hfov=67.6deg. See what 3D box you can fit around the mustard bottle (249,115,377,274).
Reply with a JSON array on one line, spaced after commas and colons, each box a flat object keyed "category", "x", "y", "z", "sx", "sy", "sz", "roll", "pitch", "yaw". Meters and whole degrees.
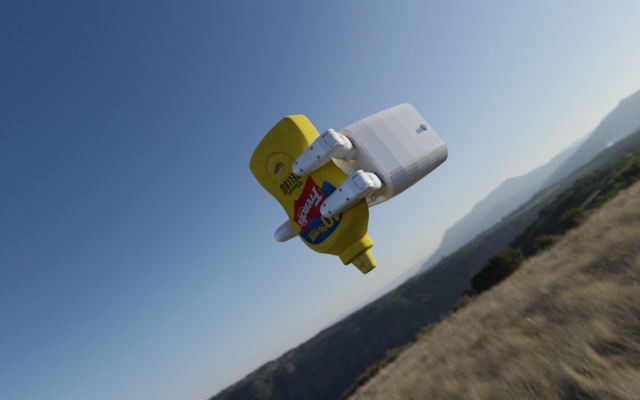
[{"category": "mustard bottle", "x": 0.000, "y": 0.002, "z": 0.545, "sx": 0.096, "sy": 0.191, "sz": 0.058, "roll": -46, "pitch": -16, "yaw": 34}]
